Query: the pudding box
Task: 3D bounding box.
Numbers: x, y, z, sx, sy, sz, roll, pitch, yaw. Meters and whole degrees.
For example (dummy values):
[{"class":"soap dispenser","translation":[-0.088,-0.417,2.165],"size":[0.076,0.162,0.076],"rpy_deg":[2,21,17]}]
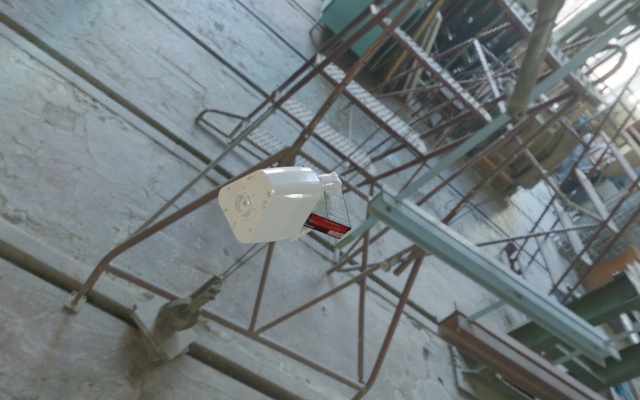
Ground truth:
[{"class":"pudding box","translation":[0.000,0.003,0.812],"size":[0.090,0.113,0.039],"rpy_deg":[24,-50,-34]}]
